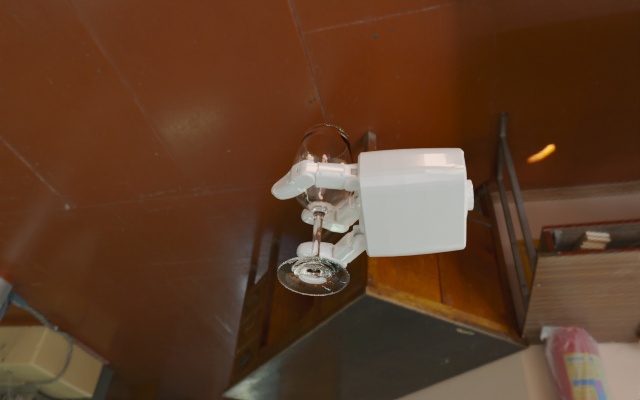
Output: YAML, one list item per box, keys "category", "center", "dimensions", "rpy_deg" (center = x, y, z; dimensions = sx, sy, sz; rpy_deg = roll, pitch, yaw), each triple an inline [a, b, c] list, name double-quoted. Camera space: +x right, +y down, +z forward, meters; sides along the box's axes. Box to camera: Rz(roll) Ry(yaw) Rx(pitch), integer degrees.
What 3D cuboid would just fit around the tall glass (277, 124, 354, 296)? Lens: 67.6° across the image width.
- category: "tall glass"
  center: [0.000, 0.002, 0.546]
  dimensions: [0.079, 0.200, 0.079]
  rpy_deg: [3, -39, 2]
